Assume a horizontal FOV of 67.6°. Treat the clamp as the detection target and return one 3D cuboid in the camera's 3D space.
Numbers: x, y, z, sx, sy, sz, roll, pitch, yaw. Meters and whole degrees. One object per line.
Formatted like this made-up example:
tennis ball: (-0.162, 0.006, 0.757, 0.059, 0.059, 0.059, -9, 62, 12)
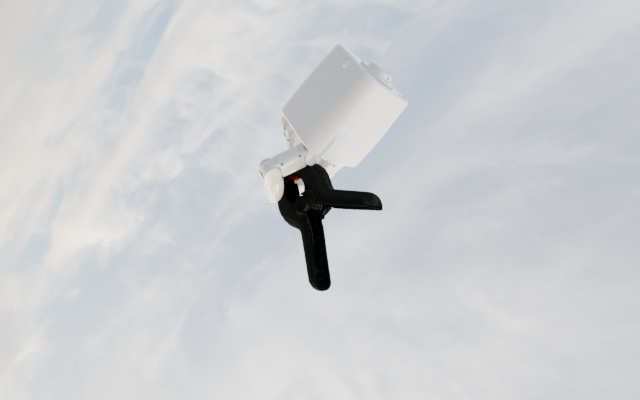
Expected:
clamp: (0.000, 0.002, 0.537, 0.039, 0.120, 0.171, 23, 27, -45)
